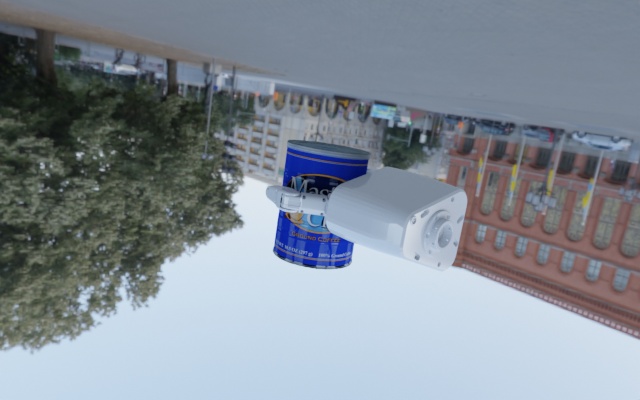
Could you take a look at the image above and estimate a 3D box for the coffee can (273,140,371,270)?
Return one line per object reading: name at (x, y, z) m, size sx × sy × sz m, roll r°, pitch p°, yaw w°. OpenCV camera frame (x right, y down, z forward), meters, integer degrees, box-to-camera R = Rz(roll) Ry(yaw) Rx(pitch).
coffee can at (0.000, 0.002, 0.594) m, size 0.103 × 0.140 × 0.103 m, roll 8°, pitch 11°, yaw -2°
